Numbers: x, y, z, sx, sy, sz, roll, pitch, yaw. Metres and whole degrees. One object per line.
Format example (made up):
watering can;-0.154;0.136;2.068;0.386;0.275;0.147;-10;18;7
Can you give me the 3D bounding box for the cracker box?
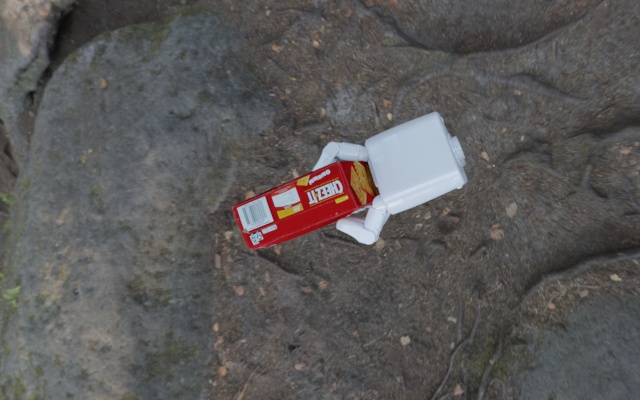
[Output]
cracker box;0.000;0.002;0.693;0.164;0.072;0.213;-22;-4;20
